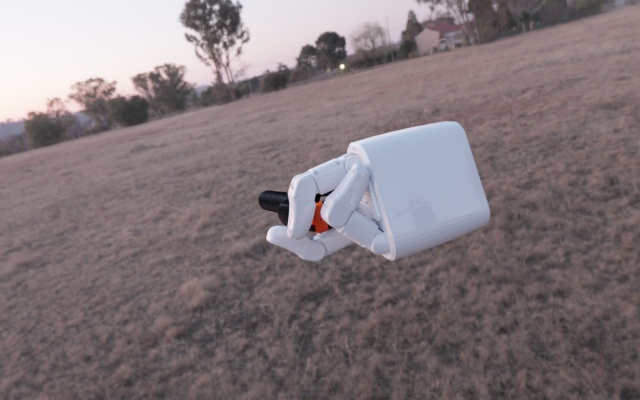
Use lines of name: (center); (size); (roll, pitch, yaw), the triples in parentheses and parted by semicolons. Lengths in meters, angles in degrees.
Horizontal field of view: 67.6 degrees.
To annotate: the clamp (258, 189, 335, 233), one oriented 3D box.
clamp: (0.000, 0.001, 0.536); (0.120, 0.039, 0.171); (-17, 15, -13)
